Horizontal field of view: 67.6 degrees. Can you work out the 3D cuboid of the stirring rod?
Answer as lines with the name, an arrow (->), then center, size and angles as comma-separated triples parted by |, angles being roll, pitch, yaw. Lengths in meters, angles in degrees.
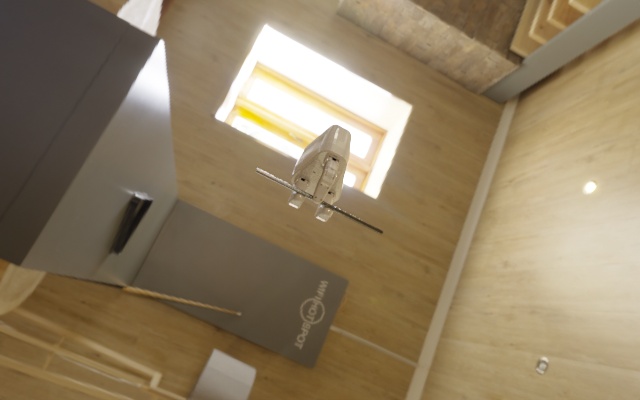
stirring rod -> 0.000, 0.003, 0.808 | 0.239, 0.011, 0.011 | 26, -4, -8
